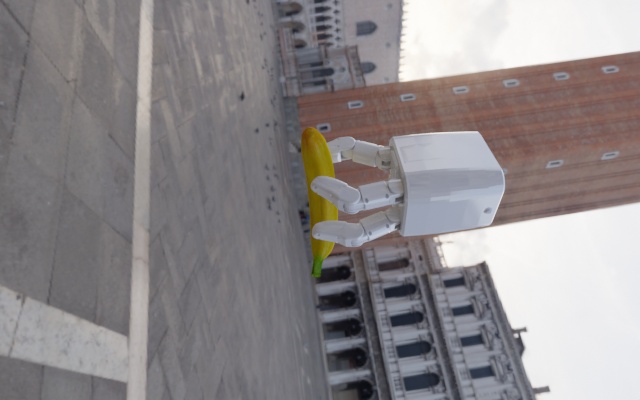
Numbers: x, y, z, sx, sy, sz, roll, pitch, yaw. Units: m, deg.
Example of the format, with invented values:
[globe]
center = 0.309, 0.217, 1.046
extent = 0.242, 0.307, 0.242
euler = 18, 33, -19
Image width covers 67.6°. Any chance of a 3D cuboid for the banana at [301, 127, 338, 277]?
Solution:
[banana]
center = 0.001, -0.004, 0.578
extent = 0.037, 0.198, 0.069
euler = -2, 29, 4
